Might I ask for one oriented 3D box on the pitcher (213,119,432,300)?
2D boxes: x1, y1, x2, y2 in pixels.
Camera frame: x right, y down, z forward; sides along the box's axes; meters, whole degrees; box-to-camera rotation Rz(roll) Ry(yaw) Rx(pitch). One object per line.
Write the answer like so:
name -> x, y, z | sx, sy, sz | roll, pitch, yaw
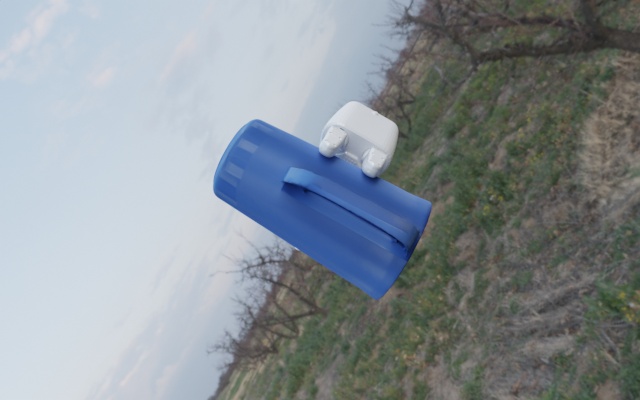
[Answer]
pitcher -> 0.000, 0.002, 0.565 | 0.243, 0.149, 0.145 | 29, 36, 1
